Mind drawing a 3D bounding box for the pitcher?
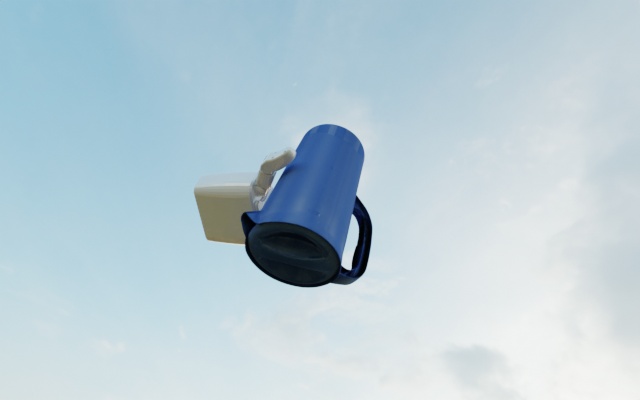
[{"bbox_3d":[0.000,0.002,0.706,0.145,0.149,0.242,-1,43,22],"label":"pitcher"}]
